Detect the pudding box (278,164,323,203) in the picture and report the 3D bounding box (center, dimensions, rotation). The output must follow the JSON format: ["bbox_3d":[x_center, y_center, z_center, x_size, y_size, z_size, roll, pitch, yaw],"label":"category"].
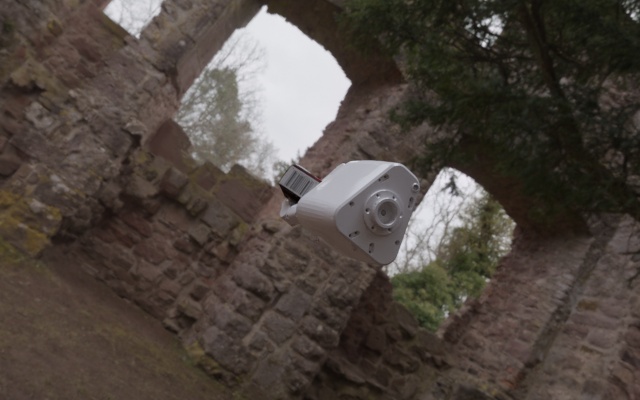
[{"bbox_3d":[0.000,0.002,0.664,0.113,0.039,0.090,35,-9,7],"label":"pudding box"}]
